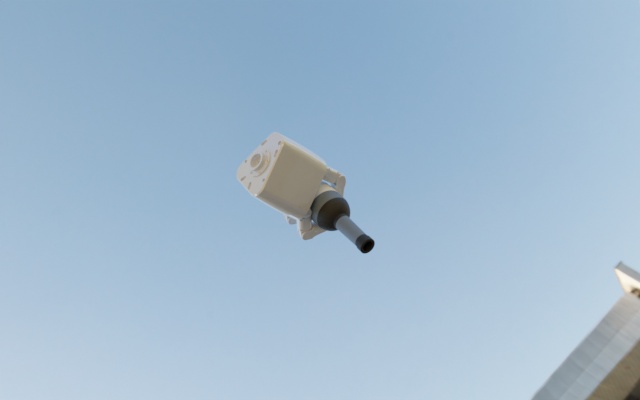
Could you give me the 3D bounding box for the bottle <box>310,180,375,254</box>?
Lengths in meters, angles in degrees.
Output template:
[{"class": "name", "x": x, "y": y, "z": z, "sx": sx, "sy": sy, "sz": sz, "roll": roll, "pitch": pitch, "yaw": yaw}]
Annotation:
[{"class": "bottle", "x": 0.000, "y": 0.003, "z": 0.852, "sx": 0.069, "sy": 0.069, "sz": 0.295, "roll": 0, "pitch": 28, "yaw": -35}]
